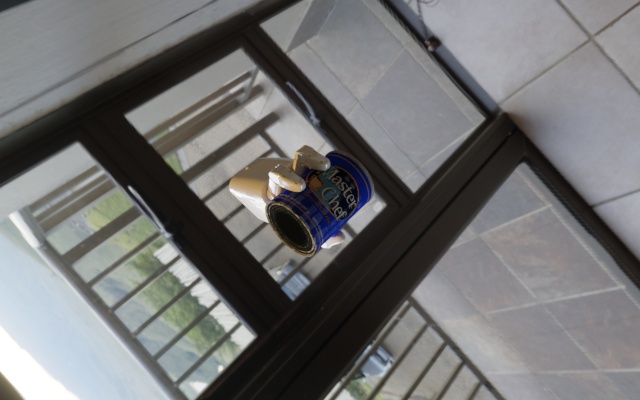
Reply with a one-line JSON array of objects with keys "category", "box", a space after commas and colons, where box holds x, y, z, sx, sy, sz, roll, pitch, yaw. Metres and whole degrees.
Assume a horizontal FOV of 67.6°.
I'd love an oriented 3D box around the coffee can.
[{"category": "coffee can", "box": [0.000, 0.002, 0.732, 0.140, 0.103, 0.103, -41, 23, -29]}]
